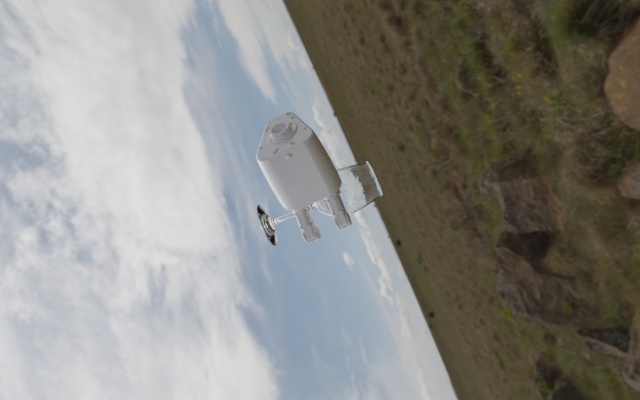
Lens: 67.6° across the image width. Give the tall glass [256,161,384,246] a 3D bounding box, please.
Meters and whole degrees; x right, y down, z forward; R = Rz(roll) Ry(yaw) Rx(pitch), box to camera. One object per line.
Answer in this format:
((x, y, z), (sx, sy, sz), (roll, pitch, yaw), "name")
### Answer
((0.000, 0.003, 0.789), (0.201, 0.079, 0.079), (-23, -3, 7), "tall glass")
